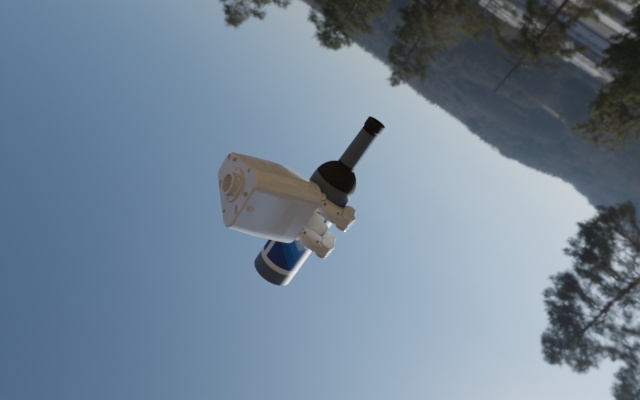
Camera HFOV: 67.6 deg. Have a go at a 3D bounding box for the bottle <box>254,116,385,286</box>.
[{"bbox_3d":[0.000,0.003,0.716,0.069,0.296,0.069,29,23,-14],"label":"bottle"}]
